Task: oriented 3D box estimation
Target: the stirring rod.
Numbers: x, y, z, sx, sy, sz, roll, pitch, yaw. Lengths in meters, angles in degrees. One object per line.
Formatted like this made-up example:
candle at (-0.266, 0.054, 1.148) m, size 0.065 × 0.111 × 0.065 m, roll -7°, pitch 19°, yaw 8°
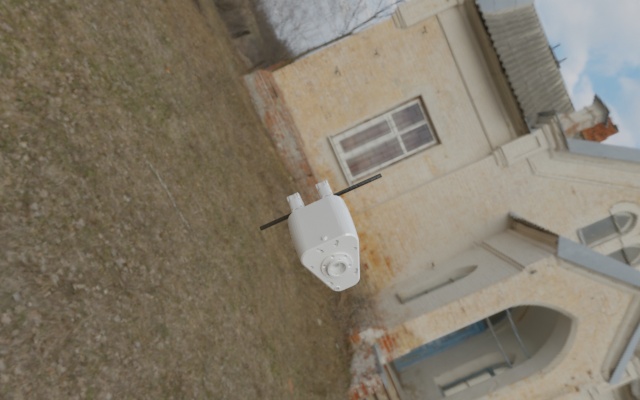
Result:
stirring rod at (0.000, 0.003, 0.869) m, size 0.239 × 0.011 × 0.011 m, roll -24°, pitch -1°, yaw 2°
